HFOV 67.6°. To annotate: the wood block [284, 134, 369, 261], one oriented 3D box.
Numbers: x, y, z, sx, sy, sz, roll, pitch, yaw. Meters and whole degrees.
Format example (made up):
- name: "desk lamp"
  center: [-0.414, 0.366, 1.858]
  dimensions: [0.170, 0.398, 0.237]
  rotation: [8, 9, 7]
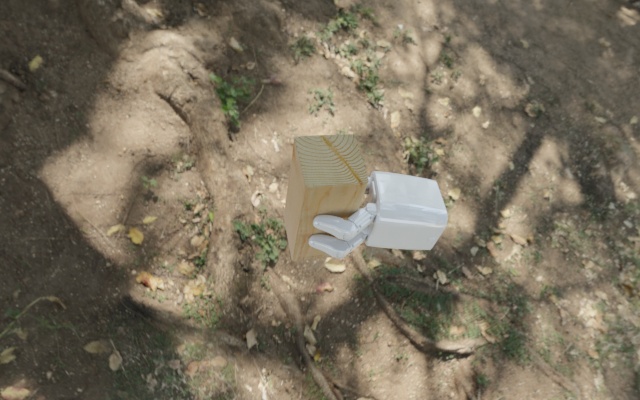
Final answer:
- name: "wood block"
  center: [0.000, 0.002, 0.732]
  dimensions: [0.090, 0.090, 0.206]
  rotation: [-4, -34, -13]
